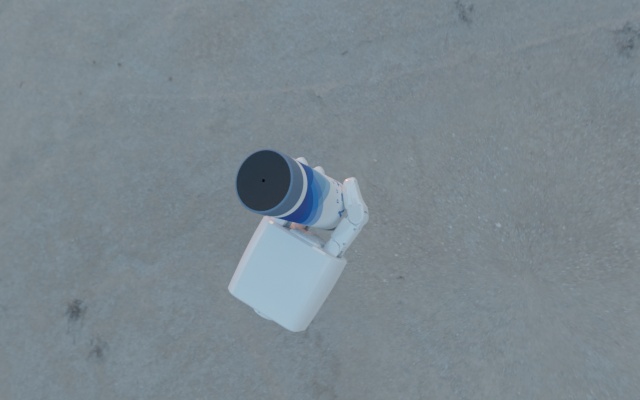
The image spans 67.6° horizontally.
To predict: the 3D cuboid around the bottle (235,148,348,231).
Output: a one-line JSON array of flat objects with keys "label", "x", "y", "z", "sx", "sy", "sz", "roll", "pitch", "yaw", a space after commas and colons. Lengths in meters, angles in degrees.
[{"label": "bottle", "x": 0.000, "y": 0.002, "z": 0.607, "sx": 0.069, "sy": 0.069, "sz": 0.296, "roll": 0, "pitch": -9, "yaw": 23}]
